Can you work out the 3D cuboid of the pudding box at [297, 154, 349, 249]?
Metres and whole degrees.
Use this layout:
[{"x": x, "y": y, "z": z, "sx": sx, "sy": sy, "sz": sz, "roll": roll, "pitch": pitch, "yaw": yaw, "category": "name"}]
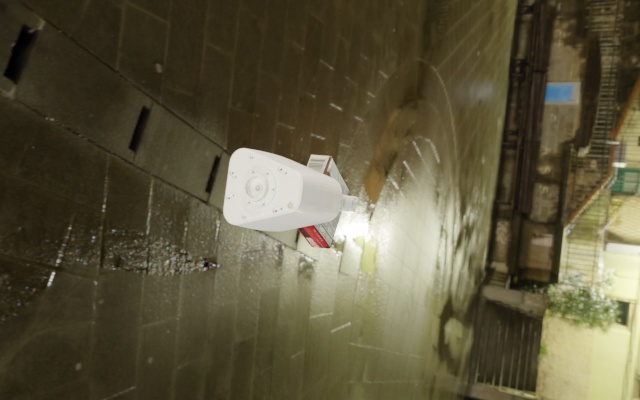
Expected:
[{"x": 0.000, "y": 0.002, "z": 0.711, "sx": 0.039, "sy": 0.113, "sz": 0.090, "roll": 6, "pitch": -31, "yaw": 27, "category": "pudding box"}]
